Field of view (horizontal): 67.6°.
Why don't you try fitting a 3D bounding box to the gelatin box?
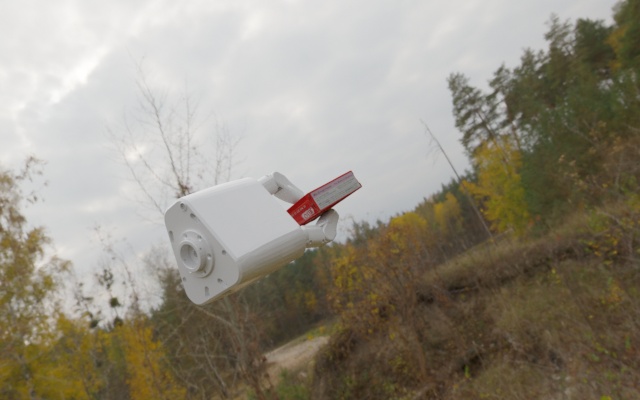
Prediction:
[{"bbox_3d":[0.000,0.001,0.614,0.089,0.030,0.073,-31,-4,-42],"label":"gelatin box"}]
